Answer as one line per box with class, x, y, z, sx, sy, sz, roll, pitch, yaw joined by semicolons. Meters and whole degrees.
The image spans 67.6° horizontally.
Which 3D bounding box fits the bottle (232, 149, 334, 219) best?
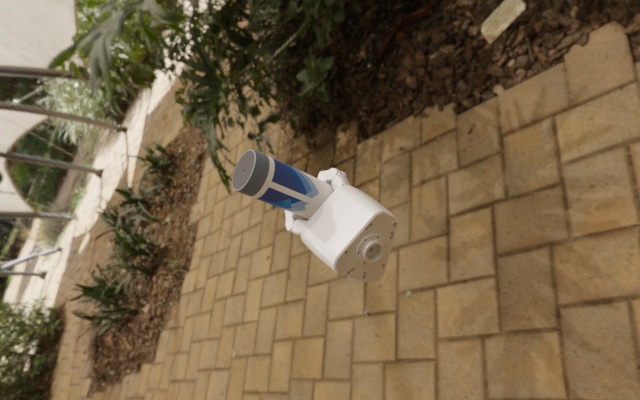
bottle;0.000;0.002;0.785;0.296;0.069;0.069;23;-13;-33
